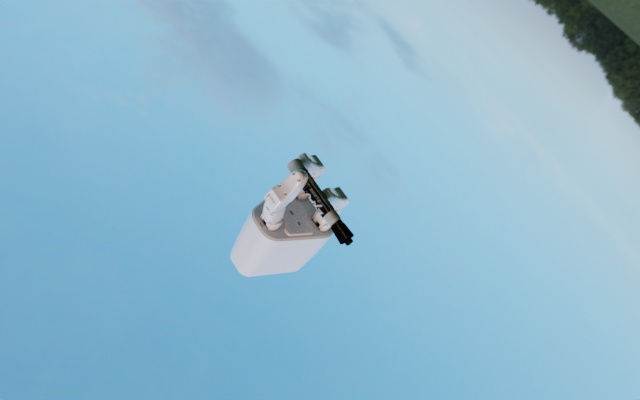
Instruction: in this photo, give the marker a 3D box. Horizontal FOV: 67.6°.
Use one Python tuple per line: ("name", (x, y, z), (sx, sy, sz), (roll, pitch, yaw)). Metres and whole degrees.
("marker", (0.000, 0.002, 0.554), (0.020, 0.121, 0.020), (-31, -19, -12))
